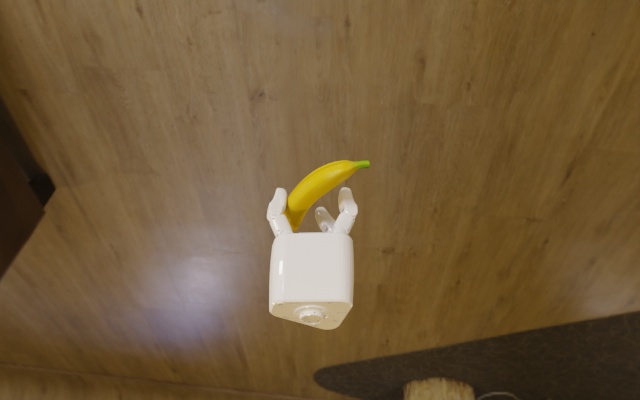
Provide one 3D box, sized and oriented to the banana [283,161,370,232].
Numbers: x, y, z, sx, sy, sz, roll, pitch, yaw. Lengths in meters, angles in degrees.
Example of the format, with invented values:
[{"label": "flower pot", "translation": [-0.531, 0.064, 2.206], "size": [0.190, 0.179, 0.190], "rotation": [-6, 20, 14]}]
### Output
[{"label": "banana", "translation": [-0.012, -0.005, 0.735], "size": [0.070, 0.037, 0.198], "rotation": [23, -46, -34]}]
